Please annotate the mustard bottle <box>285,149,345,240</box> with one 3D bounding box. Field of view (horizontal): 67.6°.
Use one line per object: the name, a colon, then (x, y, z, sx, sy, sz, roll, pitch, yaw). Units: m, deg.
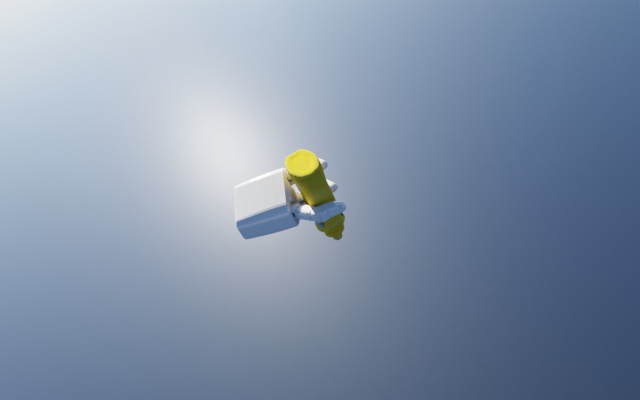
mustard bottle: (0.000, 0.003, 0.879, 0.058, 0.192, 0.096, -32, 36, -8)
